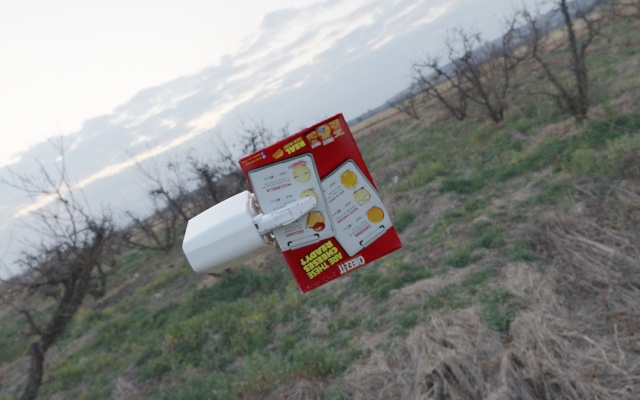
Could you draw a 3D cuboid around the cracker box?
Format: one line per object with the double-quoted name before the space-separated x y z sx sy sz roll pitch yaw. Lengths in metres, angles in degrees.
"cracker box" 0.000 0.002 0.705 0.164 0.214 0.072 -25 7 2
